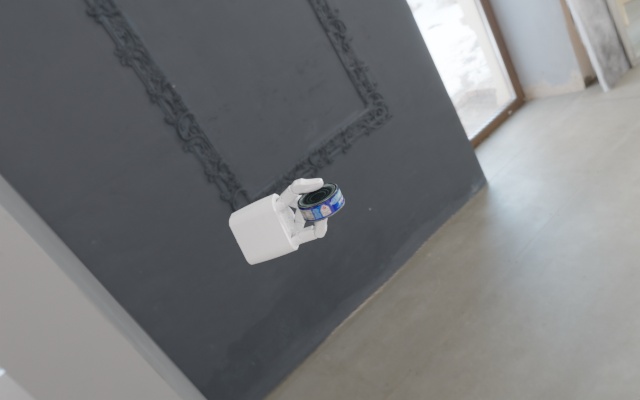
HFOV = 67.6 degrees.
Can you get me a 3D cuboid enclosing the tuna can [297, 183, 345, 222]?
[{"bbox_3d":[0.000,0.002,0.892,0.086,0.034,0.086,-22,23,10],"label":"tuna can"}]
